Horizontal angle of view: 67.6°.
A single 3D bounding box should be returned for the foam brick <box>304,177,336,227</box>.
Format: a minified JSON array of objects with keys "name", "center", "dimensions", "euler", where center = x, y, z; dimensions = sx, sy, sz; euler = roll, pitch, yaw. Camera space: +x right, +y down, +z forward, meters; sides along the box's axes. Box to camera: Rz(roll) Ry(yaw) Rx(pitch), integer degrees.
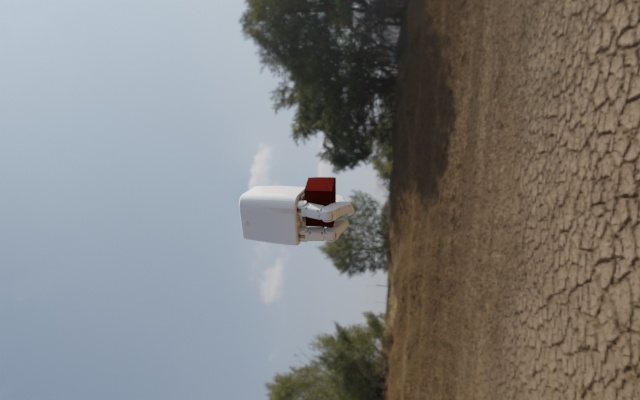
[{"name":"foam brick","center":[0.000,0.003,0.865],"dimensions":[0.051,0.078,0.053],"euler":[3,30,8]}]
